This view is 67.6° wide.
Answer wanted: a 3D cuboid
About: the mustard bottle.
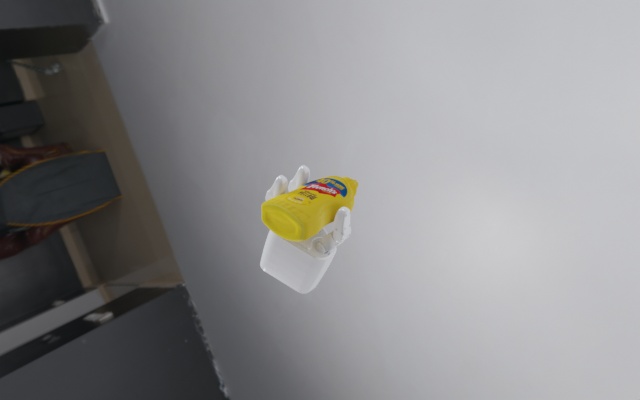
[{"bbox_3d":[0.000,0.002,0.795,0.096,0.058,0.191,21,33,35],"label":"mustard bottle"}]
